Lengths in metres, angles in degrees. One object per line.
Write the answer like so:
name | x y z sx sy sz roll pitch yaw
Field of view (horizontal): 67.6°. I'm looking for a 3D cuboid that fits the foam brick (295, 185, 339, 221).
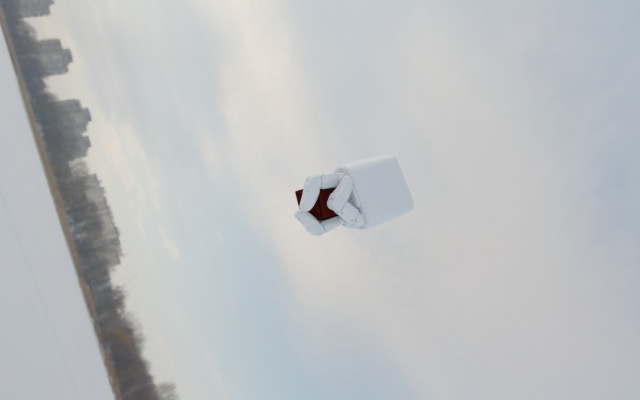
foam brick | 0.000 0.003 0.824 0.051 0.053 0.078 -18 11 -28
